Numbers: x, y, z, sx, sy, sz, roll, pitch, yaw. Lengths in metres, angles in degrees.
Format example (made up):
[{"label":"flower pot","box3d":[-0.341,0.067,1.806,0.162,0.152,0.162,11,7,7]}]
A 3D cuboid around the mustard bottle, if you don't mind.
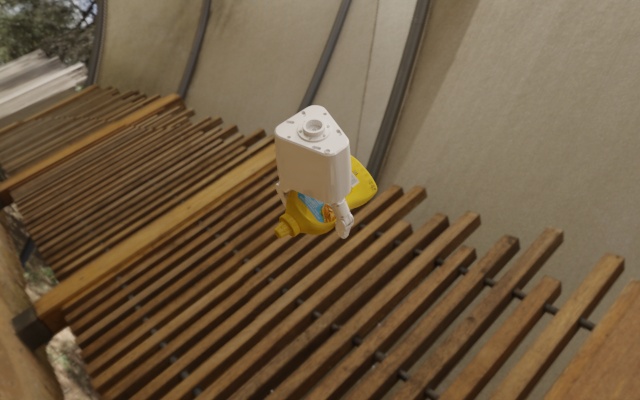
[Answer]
[{"label":"mustard bottle","box3d":[0.000,0.003,0.814,0.191,0.096,0.058,-37,-7,-24]}]
